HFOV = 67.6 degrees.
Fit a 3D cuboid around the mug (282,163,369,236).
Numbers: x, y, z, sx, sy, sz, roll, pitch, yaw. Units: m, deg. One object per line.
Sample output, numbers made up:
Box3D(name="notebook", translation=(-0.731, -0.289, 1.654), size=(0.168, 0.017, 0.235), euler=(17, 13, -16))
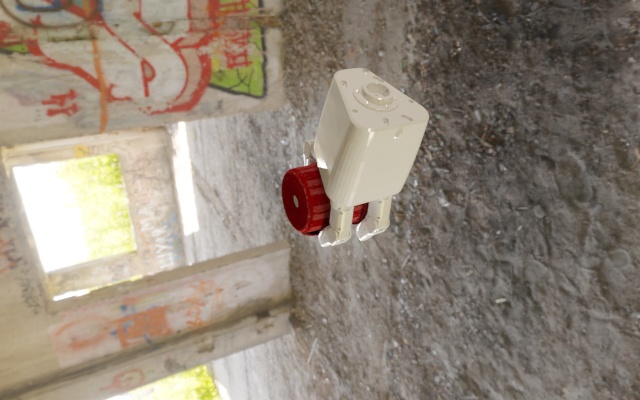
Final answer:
Box3D(name="mug", translation=(0.000, 0.003, 0.614), size=(0.081, 0.117, 0.093), euler=(-13, 50, -26))
